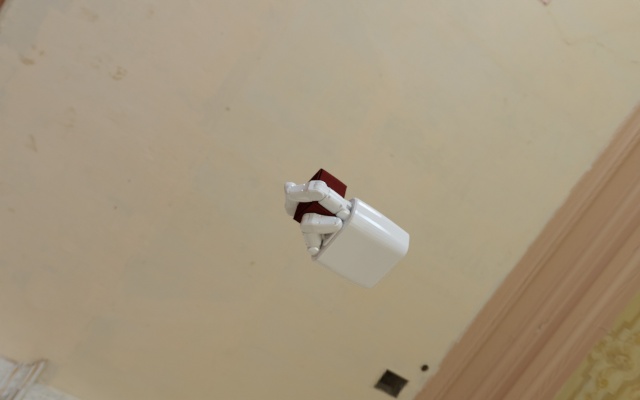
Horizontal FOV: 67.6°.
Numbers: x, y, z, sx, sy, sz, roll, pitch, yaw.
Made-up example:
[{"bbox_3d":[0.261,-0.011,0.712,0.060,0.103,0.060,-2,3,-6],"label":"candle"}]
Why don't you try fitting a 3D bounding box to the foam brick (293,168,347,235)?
[{"bbox_3d":[0.000,0.002,0.726,0.051,0.078,0.053,32,-45,-15],"label":"foam brick"}]
